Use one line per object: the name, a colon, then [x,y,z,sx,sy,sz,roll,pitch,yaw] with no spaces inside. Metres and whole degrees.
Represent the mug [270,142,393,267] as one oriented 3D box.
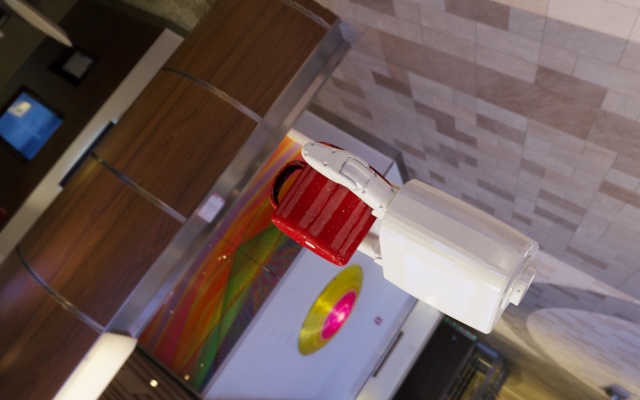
mug: [-0.001,0.001,0.442,0.117,0.081,0.093,28,-11,29]
